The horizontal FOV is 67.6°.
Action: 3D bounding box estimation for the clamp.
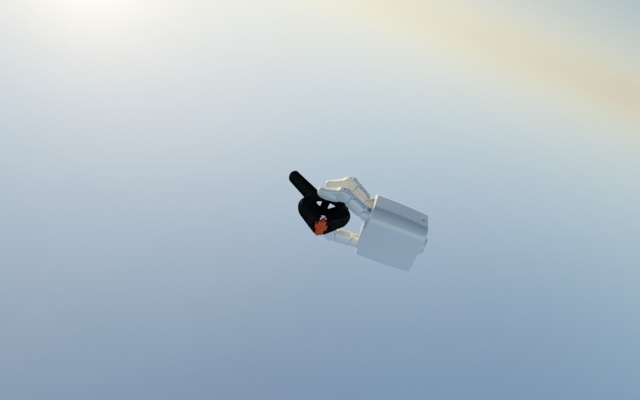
[{"bbox_3d":[0.000,0.004,0.874,0.164,0.036,0.210,18,23,5],"label":"clamp"}]
